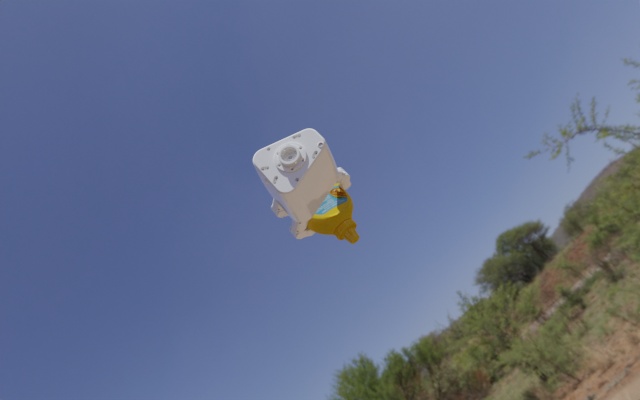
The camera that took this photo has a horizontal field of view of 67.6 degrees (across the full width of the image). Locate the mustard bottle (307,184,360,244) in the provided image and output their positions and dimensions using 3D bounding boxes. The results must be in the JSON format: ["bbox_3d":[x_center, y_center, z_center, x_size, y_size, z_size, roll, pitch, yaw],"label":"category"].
[{"bbox_3d":[0.000,0.003,0.834,0.096,0.191,0.058,-28,-29,-29],"label":"mustard bottle"}]
